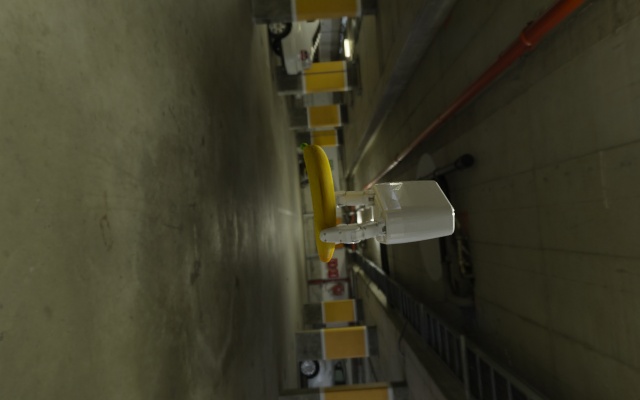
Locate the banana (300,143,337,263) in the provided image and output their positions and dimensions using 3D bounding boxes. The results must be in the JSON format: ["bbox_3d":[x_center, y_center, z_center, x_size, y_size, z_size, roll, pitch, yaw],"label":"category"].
[{"bbox_3d":[0.002,-0.004,0.738,0.037,0.197,0.069,-7,-9,-8],"label":"banana"}]
